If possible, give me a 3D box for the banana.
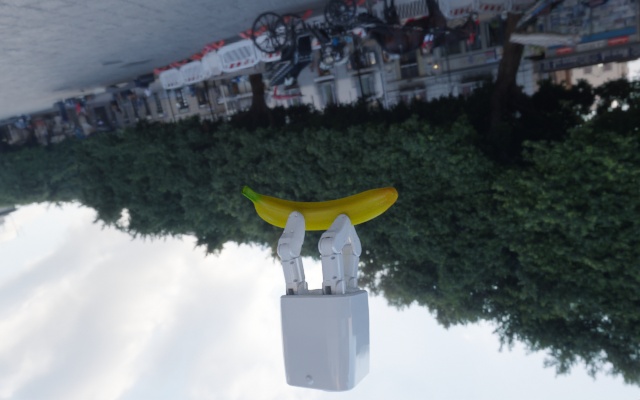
[{"bbox_3d":[0.000,0.011,0.608,0.198,0.037,0.070,-1,-31,13],"label":"banana"}]
